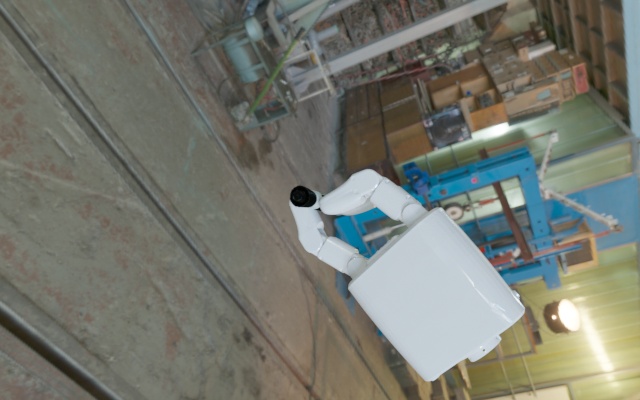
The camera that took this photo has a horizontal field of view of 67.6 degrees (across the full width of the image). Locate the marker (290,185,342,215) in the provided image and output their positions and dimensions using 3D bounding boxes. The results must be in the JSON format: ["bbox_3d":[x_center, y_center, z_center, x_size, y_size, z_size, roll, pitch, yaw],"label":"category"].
[{"bbox_3d":[0.000,0.001,0.459,0.020,0.020,0.121,0,-5,19],"label":"marker"}]
